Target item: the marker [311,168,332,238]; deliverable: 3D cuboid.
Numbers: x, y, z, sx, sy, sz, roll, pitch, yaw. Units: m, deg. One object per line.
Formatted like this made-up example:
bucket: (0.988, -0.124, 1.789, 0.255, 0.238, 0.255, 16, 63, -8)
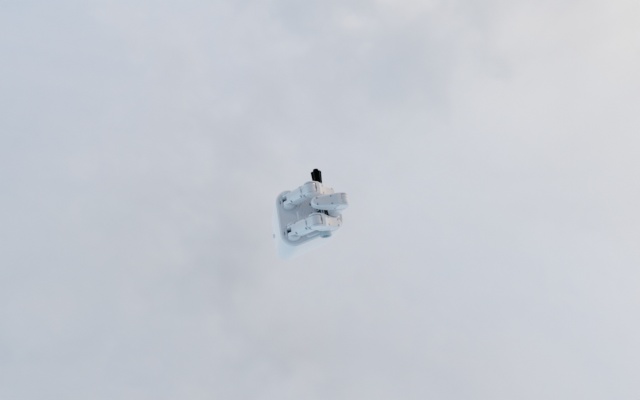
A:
marker: (0.000, 0.003, 0.792, 0.020, 0.121, 0.020, -8, -21, -3)
